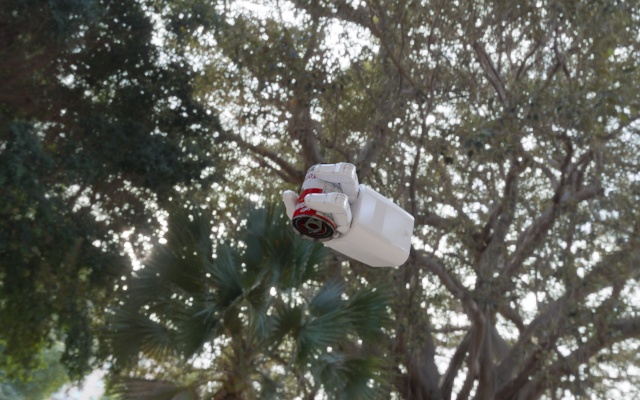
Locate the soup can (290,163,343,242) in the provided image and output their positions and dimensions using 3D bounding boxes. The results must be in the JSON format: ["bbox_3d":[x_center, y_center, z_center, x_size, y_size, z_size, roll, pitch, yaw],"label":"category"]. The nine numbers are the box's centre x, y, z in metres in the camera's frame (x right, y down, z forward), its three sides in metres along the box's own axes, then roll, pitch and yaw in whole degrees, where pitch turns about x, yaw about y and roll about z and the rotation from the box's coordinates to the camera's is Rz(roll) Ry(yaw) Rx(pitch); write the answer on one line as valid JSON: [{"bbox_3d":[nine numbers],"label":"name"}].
[{"bbox_3d":[0.000,0.002,0.722,0.068,0.102,0.069,11,-34,8],"label":"soup can"}]
